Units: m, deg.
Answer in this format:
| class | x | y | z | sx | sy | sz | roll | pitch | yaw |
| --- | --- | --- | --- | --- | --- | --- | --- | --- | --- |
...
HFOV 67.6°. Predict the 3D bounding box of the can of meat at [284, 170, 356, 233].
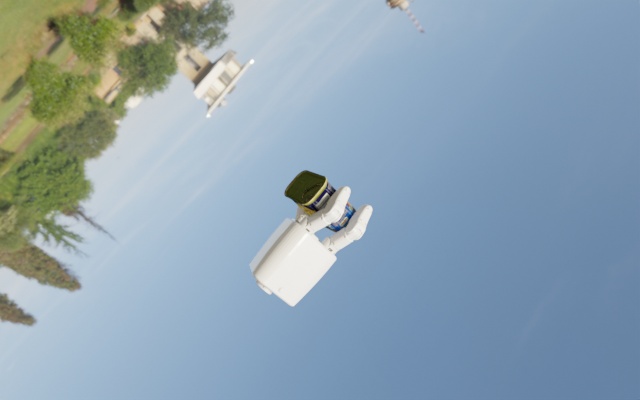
| class | x | y | z | sx | sy | sz | roll | pitch | yaw |
| --- | --- | --- | --- | --- | --- | --- | --- | --- | --- |
| can of meat | 0.000 | 0.003 | 0.787 | 0.084 | 0.057 | 0.102 | 44 | -10 | -28 |
